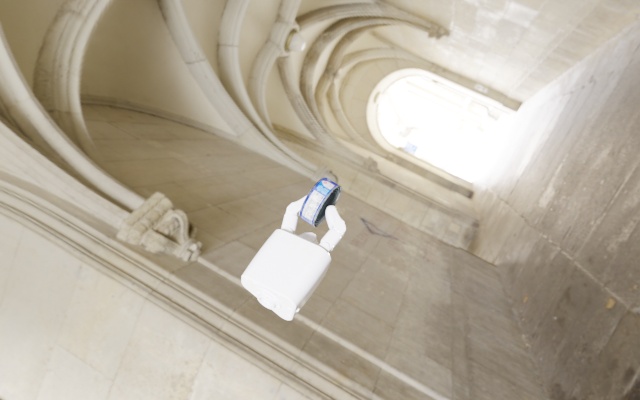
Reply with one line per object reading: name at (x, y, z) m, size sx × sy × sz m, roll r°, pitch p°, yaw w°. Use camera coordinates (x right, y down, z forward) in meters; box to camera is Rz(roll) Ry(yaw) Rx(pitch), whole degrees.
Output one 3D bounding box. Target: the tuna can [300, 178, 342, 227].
tuna can at (0.000, 0.002, 0.844) m, size 0.033 × 0.086 × 0.086 m, roll 32°, pitch 8°, yaw 14°
